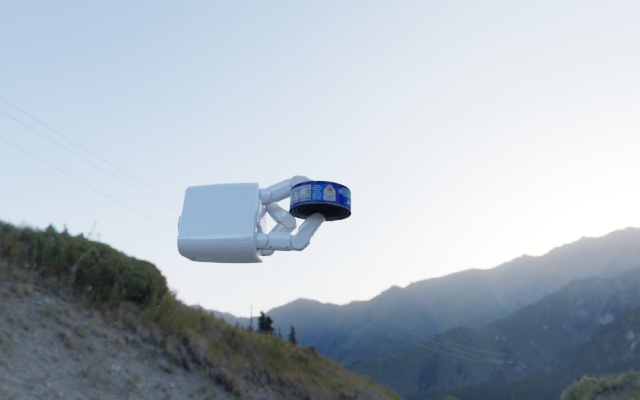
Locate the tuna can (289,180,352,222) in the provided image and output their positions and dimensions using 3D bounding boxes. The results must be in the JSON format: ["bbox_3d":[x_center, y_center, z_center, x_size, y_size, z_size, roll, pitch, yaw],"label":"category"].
[{"bbox_3d":[0.000,0.002,0.655,0.086,0.033,0.086,2,-18,1],"label":"tuna can"}]
